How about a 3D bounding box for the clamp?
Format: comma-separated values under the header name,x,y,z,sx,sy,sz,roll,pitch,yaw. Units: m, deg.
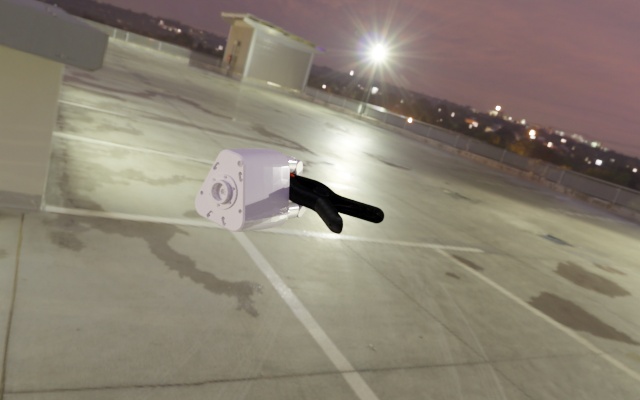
name,x,y,z,sx,sy,sz,roll,pitch,yaw
clamp,0.000,0.002,0.716,0.171,0.039,0.120,23,15,25
